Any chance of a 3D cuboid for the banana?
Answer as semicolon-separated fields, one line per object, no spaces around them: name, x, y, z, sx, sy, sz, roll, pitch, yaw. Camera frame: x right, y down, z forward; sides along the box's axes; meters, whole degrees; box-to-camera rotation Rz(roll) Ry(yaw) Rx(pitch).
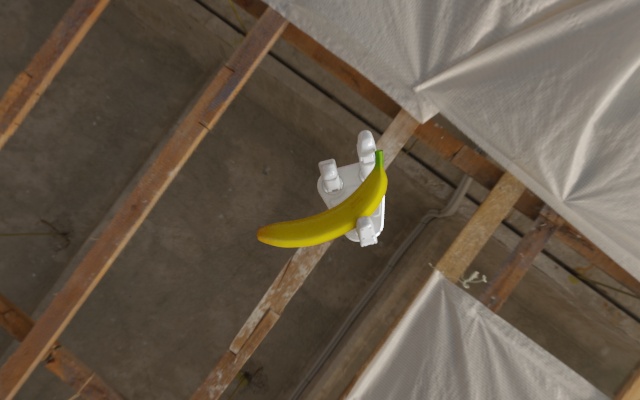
banana;0.013;0.016;0.623;0.198;0.069;0.037;-34;1;4
